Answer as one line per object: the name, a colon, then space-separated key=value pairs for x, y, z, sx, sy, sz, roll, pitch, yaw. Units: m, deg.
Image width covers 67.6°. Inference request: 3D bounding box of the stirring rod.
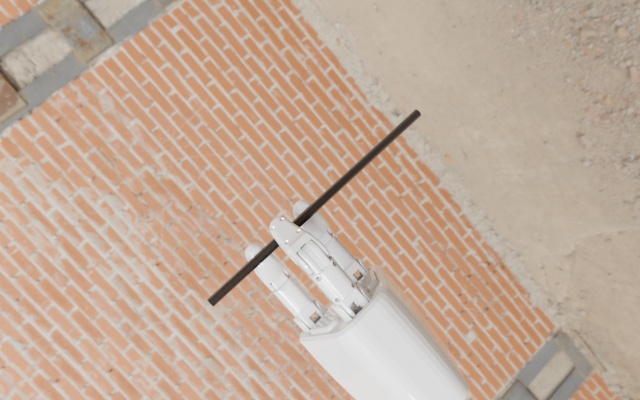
stirring rod: x=0.000 y=0.001 z=0.400 sx=0.239 sy=0.011 sz=0.011 roll=-42 pitch=11 yaw=-12
